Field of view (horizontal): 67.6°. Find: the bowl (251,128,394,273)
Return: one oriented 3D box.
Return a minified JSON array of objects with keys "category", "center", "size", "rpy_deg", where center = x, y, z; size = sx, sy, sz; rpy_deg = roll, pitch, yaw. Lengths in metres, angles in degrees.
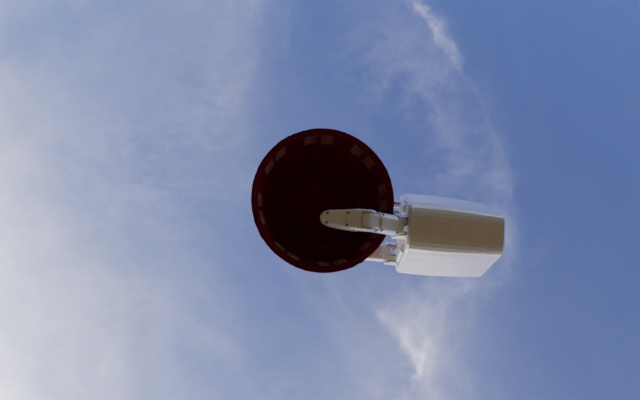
[{"category":"bowl","center":[-0.001,0.001,0.552],"size":[0.162,0.162,0.055],"rpy_deg":[0,-6,-10]}]
